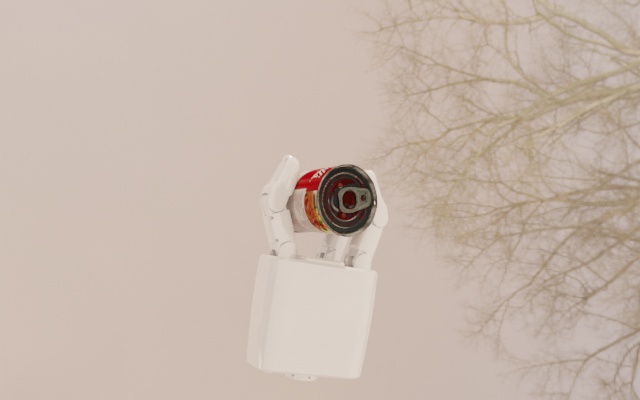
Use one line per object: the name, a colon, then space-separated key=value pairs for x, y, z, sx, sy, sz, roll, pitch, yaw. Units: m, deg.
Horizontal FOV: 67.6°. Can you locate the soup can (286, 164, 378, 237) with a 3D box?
soup can: x=0.000 y=0.001 z=0.486 sx=0.068 sy=0.068 sz=0.102 roll=0 pitch=-2 yaw=-32
